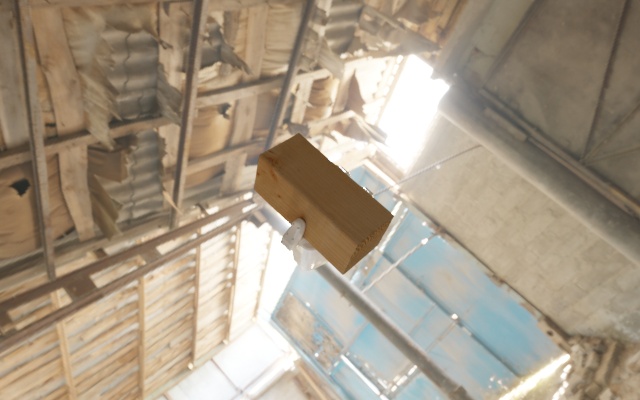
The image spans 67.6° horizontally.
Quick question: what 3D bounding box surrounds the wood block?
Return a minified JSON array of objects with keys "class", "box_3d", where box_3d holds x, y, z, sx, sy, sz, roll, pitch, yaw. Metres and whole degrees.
[{"class":"wood block","box_3d":[0.000,0.003,0.748,0.090,0.206,0.090,-35,-22,-34]}]
